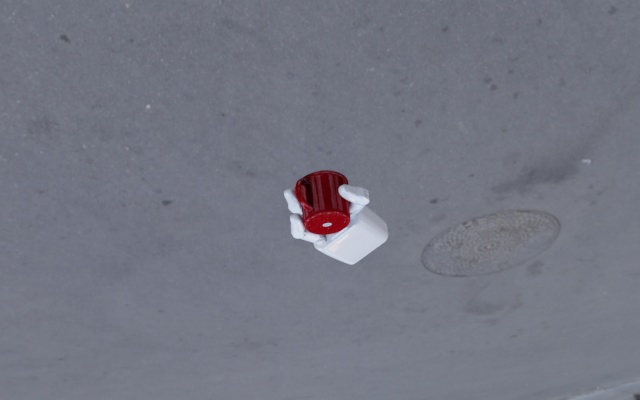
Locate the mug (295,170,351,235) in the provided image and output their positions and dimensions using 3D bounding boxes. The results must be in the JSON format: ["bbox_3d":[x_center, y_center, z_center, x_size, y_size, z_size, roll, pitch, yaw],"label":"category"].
[{"bbox_3d":[-0.001,0.002,0.821,0.093,0.081,0.117,-28,-38,29],"label":"mug"}]
